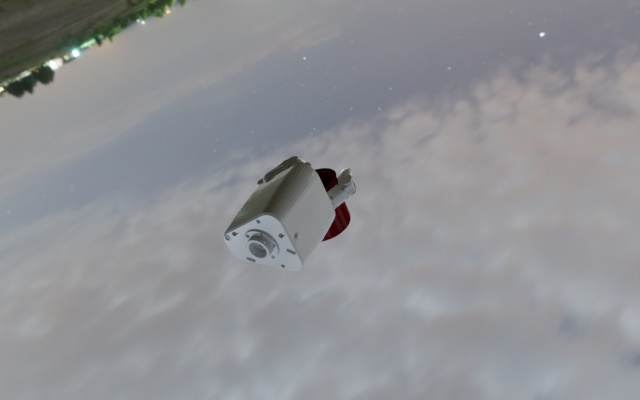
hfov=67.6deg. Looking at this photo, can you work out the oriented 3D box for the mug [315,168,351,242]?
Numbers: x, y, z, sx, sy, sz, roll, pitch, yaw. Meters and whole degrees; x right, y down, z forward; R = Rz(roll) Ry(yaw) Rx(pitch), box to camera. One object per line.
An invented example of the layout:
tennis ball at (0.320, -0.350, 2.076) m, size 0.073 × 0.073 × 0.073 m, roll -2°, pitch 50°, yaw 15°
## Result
mug at (0.001, 0.002, 0.735) m, size 0.093 × 0.081 × 0.117 m, roll -8°, pitch 31°, yaw 32°
